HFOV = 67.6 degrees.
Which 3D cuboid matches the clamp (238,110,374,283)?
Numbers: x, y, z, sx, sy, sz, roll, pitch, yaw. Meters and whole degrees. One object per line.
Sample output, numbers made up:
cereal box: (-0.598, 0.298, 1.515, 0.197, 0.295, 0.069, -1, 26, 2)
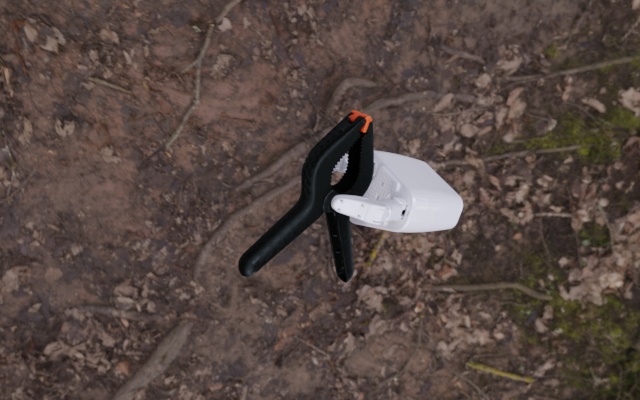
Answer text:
clamp: (0.001, 0.002, 0.529, 0.164, 0.210, 0.036, 3, 21, -41)
